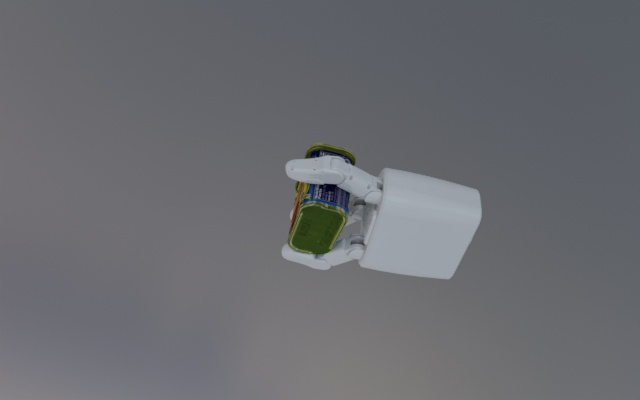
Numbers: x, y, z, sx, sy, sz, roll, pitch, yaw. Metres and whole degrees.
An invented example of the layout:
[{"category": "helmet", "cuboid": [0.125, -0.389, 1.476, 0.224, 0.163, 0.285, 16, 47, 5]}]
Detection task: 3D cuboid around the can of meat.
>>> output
[{"category": "can of meat", "cuboid": [0.000, 0.002, 0.534, 0.057, 0.084, 0.102, 13, -37, -7]}]
